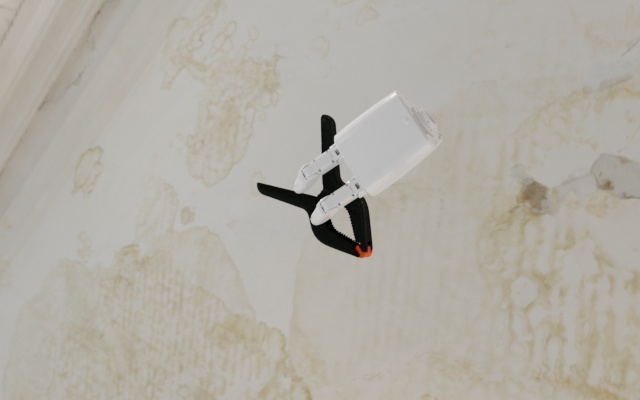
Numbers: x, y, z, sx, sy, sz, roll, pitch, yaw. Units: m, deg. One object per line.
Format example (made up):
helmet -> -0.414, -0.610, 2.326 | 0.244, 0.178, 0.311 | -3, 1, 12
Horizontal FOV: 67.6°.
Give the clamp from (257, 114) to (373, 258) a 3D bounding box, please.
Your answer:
clamp -> 0.001, 0.003, 0.703 | 0.164, 0.210, 0.036 | -37, -18, 24
